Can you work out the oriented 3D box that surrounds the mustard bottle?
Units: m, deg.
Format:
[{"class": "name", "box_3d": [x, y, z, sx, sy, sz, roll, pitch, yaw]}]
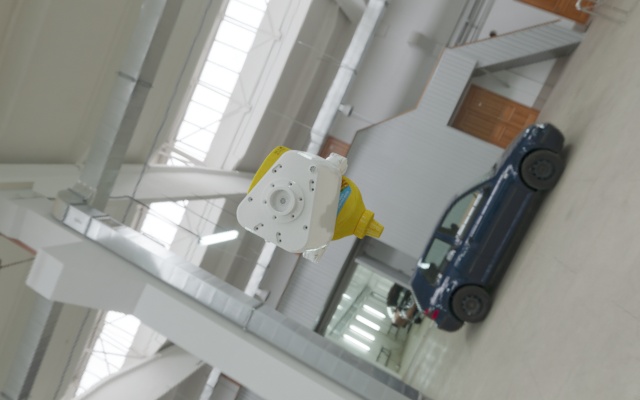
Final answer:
[{"class": "mustard bottle", "box_3d": [0.000, 0.002, 0.673, 0.191, 0.096, 0.058, 26, -19, 12]}]
